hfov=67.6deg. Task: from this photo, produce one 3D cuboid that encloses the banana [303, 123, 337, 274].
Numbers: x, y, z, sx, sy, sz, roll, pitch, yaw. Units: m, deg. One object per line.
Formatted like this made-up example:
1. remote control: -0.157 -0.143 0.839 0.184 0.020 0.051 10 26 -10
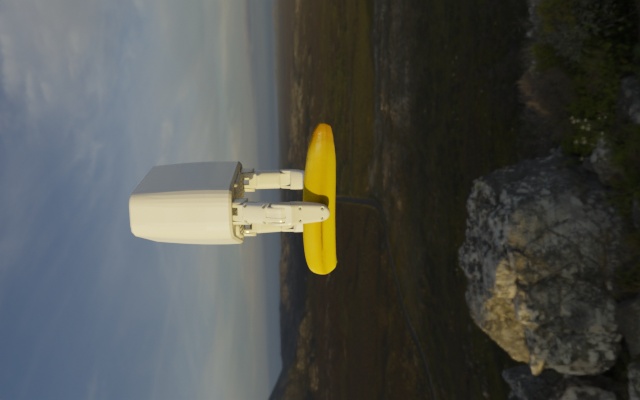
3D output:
1. banana: -0.001 0.015 0.536 0.037 0.198 0.069 0 33 3
